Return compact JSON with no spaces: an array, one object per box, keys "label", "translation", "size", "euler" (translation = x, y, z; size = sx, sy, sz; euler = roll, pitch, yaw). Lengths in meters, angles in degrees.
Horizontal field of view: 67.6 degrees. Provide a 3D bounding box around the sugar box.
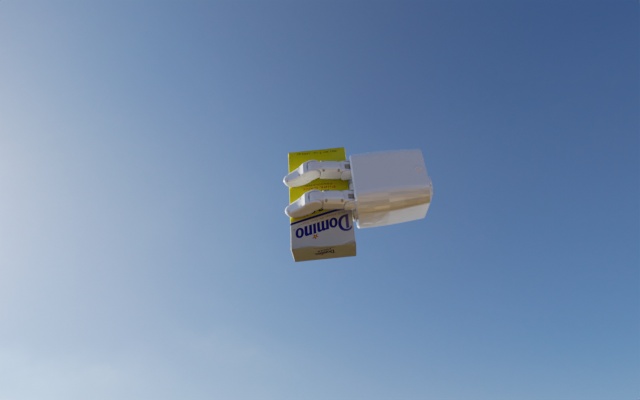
[{"label":"sugar box","translation":[0.000,0.002,0.720],"size":[0.093,0.176,0.048],"euler":[-7,-37,2]}]
